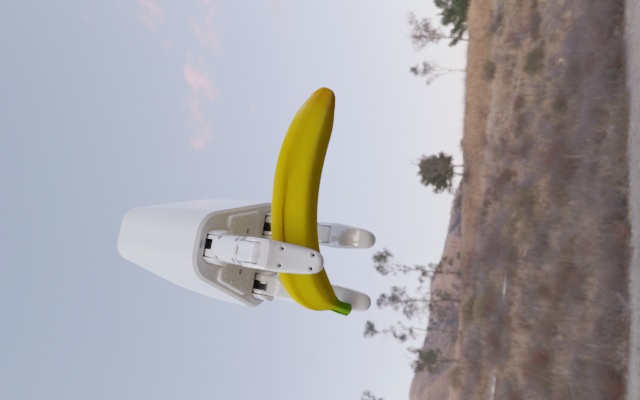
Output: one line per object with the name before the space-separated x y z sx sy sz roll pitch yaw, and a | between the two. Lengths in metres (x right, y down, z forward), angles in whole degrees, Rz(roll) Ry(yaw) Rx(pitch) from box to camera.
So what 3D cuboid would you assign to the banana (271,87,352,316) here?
banana | -0.011 0.008 0.391 0.037 0.198 0.069 4 11 38
